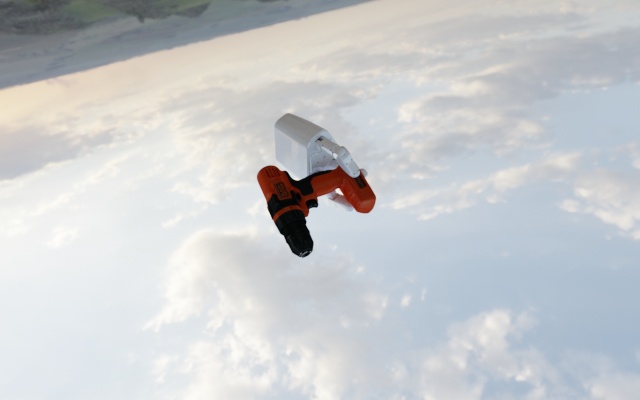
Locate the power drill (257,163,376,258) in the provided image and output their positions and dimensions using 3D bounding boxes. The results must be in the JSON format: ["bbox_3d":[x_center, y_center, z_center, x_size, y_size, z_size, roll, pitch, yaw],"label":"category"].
[{"bbox_3d":[0.000,0.002,0.834,0.187,0.184,0.057,-12,-32,-27],"label":"power drill"}]
